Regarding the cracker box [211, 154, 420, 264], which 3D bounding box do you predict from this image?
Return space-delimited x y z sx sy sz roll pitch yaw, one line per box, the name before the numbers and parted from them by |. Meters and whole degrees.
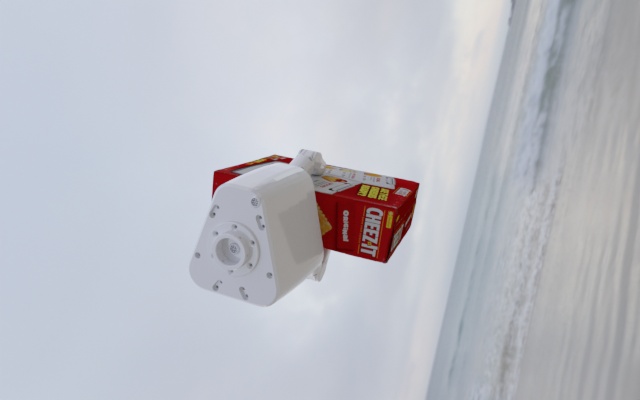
cracker box | 0.000 0.002 0.587 0.213 0.072 0.164 13 16 17
